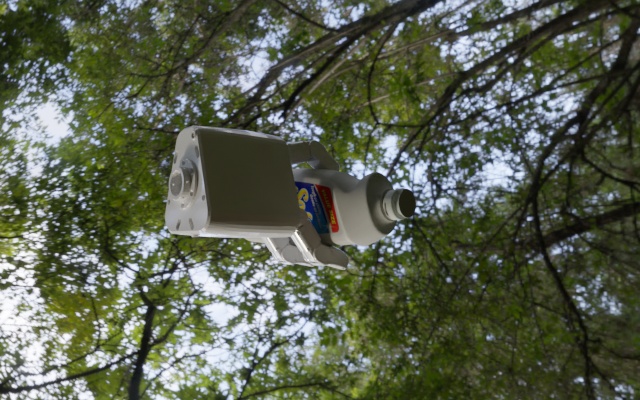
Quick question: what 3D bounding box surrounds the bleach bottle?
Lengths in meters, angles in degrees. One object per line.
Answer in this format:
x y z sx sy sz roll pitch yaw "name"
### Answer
0.000 0.002 0.557 0.068 0.102 0.251 2 -5 -43 "bleach bottle"
